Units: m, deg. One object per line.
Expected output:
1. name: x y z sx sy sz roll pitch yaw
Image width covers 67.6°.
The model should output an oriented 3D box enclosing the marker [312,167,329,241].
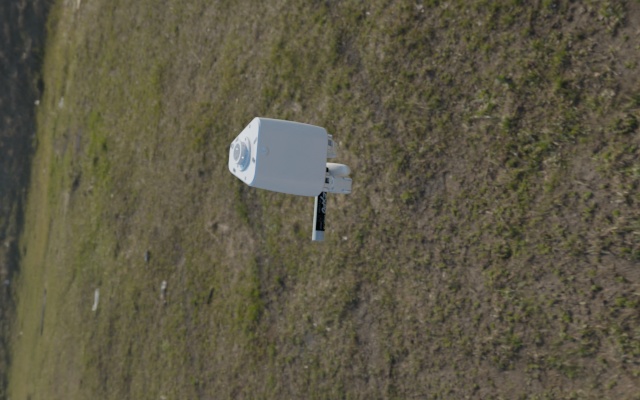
1. marker: 0.000 0.002 0.744 0.020 0.121 0.020 4 -4 0
